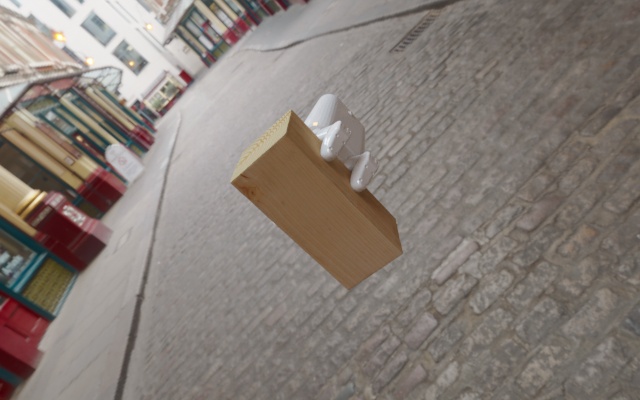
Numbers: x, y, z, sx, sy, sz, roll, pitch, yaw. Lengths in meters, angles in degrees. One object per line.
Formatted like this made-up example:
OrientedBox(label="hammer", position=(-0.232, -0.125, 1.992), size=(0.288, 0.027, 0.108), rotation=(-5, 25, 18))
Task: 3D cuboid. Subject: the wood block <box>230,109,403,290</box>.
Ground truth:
OrientedBox(label="wood block", position=(0.000, 0.002, 0.594), size=(0.091, 0.206, 0.090), rotation=(-38, 22, 20))
